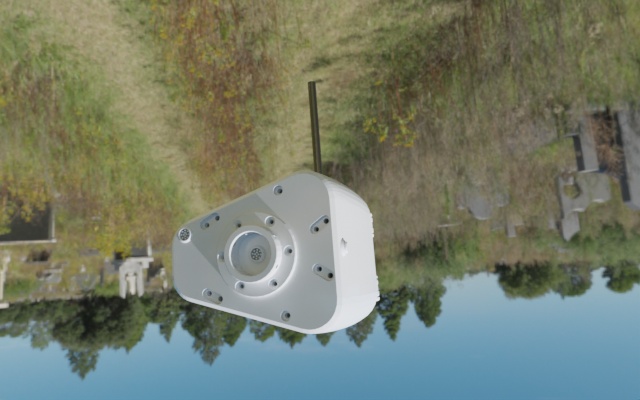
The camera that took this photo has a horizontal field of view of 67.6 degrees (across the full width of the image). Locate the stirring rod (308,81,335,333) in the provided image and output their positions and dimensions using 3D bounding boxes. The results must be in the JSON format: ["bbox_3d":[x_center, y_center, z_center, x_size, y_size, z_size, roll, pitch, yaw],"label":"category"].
[{"bbox_3d":[0.000,0.001,0.454,0.011,0.239,0.011,-4,-9,-1],"label":"stirring rod"}]
